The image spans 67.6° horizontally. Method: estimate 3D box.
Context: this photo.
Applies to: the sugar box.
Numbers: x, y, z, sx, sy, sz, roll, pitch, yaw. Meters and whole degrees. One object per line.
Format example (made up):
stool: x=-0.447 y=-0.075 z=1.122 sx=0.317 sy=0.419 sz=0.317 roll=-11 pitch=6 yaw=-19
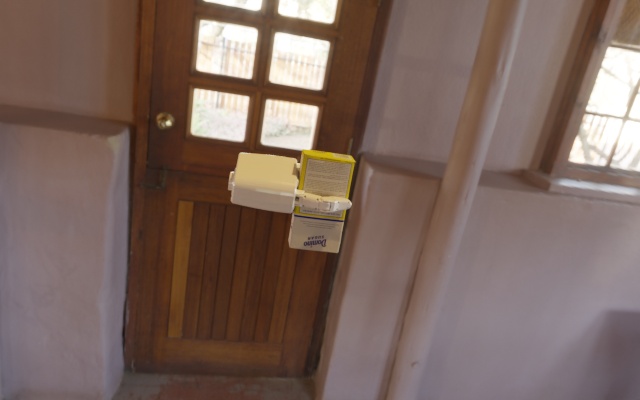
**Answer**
sugar box: x=0.000 y=0.003 z=0.857 sx=0.093 sy=0.176 sz=0.048 roll=8 pitch=19 yaw=-9
